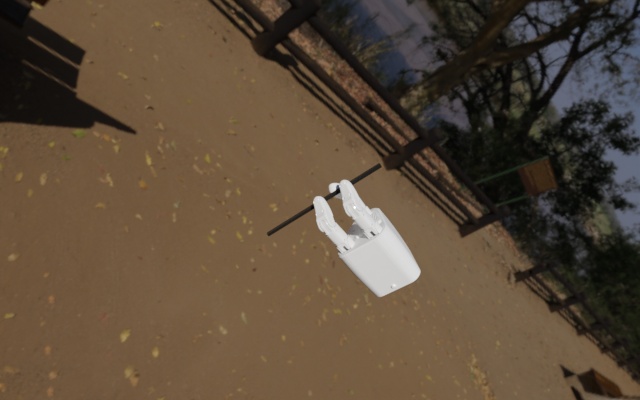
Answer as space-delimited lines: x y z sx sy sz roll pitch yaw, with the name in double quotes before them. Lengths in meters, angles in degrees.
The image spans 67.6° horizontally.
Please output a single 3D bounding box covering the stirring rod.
"stirring rod" 0.000 0.003 0.789 0.239 0.011 0.011 -32 -15 26
